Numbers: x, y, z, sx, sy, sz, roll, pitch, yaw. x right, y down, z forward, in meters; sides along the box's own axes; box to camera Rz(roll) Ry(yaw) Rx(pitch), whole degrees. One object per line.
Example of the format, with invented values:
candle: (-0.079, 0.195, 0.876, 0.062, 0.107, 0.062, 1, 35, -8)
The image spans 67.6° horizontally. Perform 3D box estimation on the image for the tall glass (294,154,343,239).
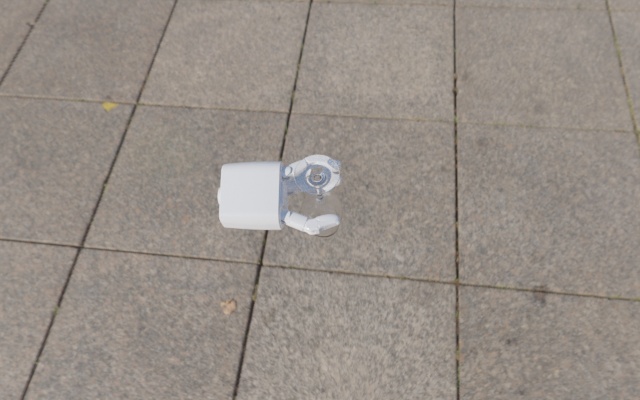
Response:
tall glass: (0.000, 0.003, 0.850, 0.079, 0.079, 0.201, 0, -27, 4)
